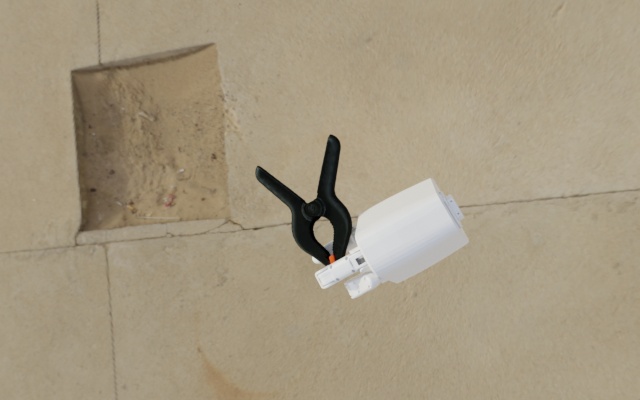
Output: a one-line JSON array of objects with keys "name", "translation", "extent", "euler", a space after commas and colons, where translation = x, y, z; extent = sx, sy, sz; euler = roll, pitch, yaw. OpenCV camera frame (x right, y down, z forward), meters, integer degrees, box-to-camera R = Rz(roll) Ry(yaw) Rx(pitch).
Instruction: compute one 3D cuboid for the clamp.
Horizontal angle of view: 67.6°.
[{"name": "clamp", "translation": [0.000, 0.002, 0.615], "extent": [0.120, 0.171, 0.039], "euler": [-32, -8, 16]}]
